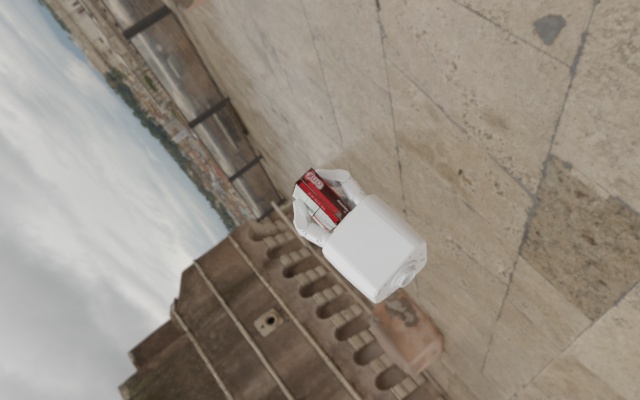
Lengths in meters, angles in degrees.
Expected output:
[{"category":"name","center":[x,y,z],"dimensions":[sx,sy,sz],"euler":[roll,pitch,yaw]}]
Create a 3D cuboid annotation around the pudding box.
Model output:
[{"category":"pudding box","center":[0.000,0.003,0.737],"dimensions":[0.039,0.090,0.113],"euler":[-42,-2,-12]}]
